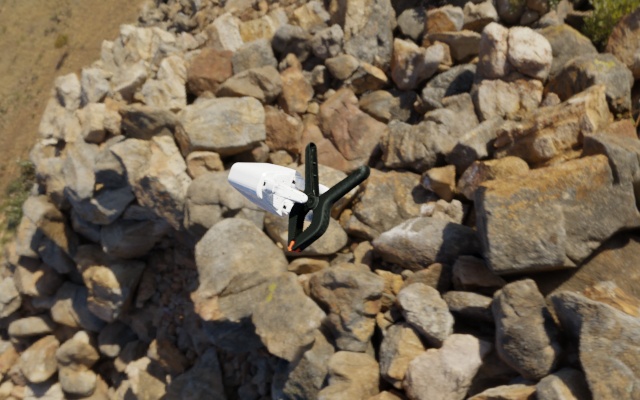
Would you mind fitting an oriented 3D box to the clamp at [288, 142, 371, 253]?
[{"bbox_3d":[-0.001,0.003,0.881,0.164,0.210,0.036,20,-1,44],"label":"clamp"}]
